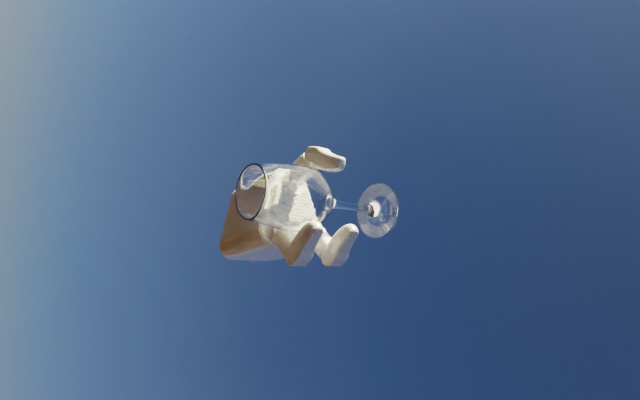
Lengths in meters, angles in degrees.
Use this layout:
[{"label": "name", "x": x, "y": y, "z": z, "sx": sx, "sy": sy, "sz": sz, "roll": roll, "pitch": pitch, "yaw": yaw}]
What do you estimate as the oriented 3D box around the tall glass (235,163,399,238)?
[{"label": "tall glass", "x": 0.001, "y": 0.002, "z": 0.572, "sx": 0.201, "sy": 0.079, "sz": 0.079, "roll": 9, "pitch": -6, "yaw": -40}]
